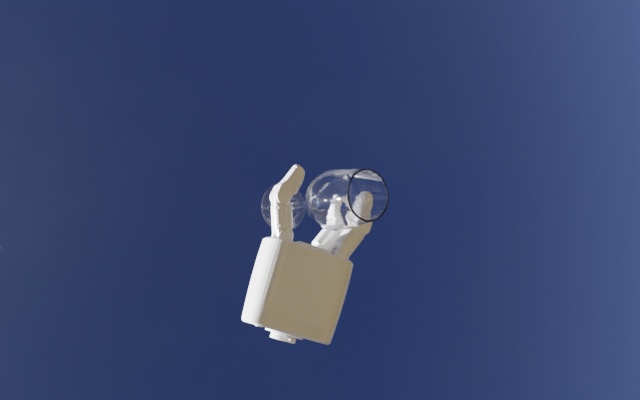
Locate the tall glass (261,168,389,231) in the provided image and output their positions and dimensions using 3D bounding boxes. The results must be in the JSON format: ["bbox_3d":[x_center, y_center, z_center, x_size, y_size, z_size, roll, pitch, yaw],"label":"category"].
[{"bbox_3d":[0.000,0.002,0.629,0.079,0.079,0.201,0,-5,-34],"label":"tall glass"}]
